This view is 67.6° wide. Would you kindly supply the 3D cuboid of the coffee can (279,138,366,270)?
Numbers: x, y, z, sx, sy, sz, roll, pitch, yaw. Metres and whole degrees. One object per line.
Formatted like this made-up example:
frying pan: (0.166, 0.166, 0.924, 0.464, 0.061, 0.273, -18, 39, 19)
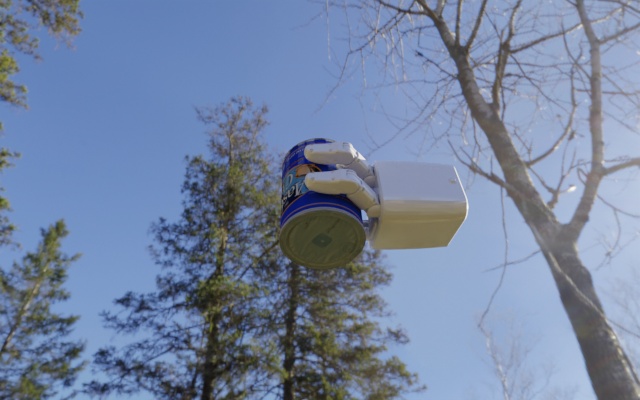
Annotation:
coffee can: (0.000, 0.002, 0.612, 0.103, 0.103, 0.140, 0, 42, -3)
